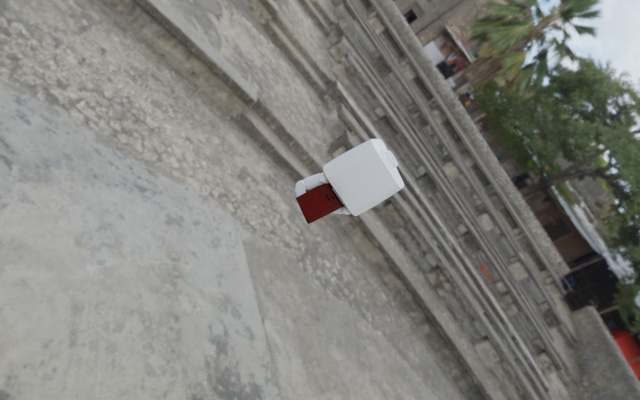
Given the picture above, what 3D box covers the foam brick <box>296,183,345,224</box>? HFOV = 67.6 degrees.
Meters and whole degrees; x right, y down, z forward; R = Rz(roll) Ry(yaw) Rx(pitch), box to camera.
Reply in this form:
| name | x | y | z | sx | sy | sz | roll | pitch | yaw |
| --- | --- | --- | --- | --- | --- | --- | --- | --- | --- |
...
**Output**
| name | x | y | z | sx | sy | sz | roll | pitch | yaw |
| --- | --- | --- | --- | --- | --- | --- | --- | --- | --- |
| foam brick | 0.000 | 0.003 | 0.860 | 0.051 | 0.053 | 0.078 | -27 | -2 | 20 |
